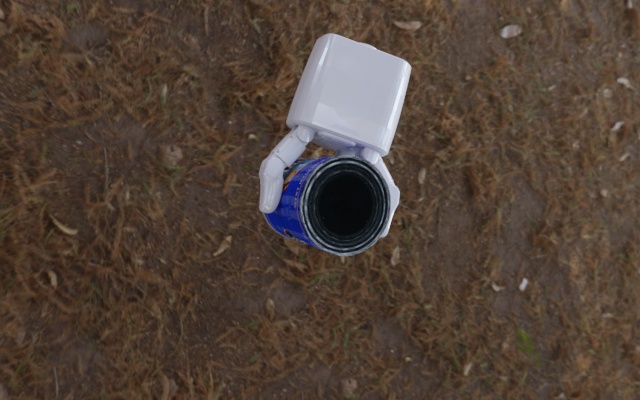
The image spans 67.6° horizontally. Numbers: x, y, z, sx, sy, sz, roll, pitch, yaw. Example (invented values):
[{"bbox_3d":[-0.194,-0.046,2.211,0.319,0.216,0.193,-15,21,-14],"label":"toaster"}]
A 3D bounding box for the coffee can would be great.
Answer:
[{"bbox_3d":[0.000,0.002,0.544,0.103,0.103,0.140,0,3,-23],"label":"coffee can"}]
